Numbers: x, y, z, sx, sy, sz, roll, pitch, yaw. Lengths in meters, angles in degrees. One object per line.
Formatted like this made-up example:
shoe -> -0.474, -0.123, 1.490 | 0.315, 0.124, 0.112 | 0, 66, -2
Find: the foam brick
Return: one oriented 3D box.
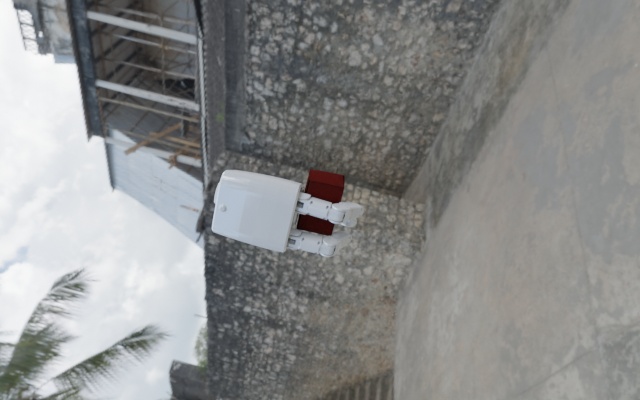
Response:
foam brick -> 0.000, 0.002, 0.676 | 0.051, 0.078, 0.053 | 13, 20, -3
